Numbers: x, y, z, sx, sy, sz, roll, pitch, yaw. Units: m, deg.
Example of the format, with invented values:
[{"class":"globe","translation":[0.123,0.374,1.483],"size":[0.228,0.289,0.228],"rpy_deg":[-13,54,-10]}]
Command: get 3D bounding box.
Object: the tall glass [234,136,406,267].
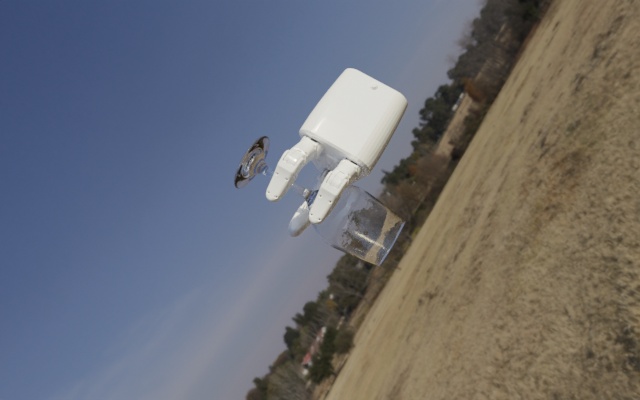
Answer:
[{"class":"tall glass","translation":[-0.001,0.002,0.575],"size":[0.201,0.079,0.079],"rpy_deg":[31,5,9]}]
